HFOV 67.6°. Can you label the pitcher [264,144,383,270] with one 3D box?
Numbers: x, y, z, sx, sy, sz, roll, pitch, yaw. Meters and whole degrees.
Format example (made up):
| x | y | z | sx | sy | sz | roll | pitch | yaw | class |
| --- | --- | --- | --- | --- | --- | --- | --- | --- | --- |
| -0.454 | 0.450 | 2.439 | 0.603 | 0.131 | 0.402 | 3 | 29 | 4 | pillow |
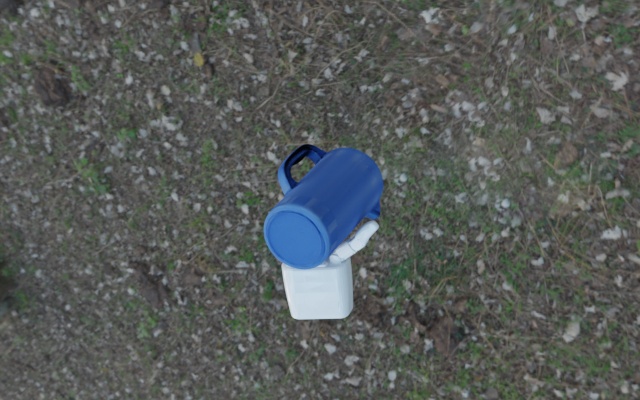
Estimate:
| x | y | z | sx | sy | sz | roll | pitch | yaw | class |
| --- | --- | --- | --- | --- | --- | --- | --- | --- | --- |
| 0.000 | 0.003 | 0.787 | 0.149 | 0.145 | 0.242 | 6 | 25 | 22 | pitcher |
